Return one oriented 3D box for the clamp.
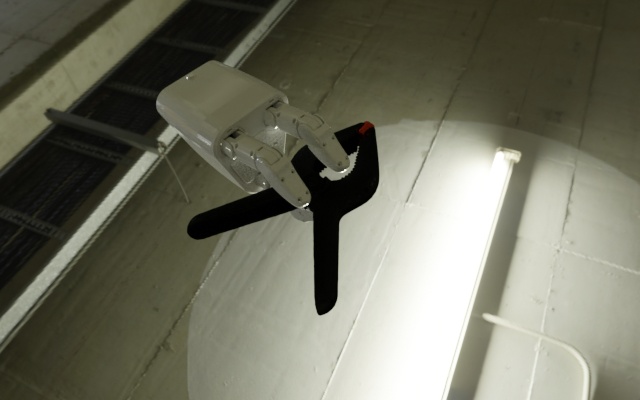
[{"bbox_3d":[0.000,0.002,0.456,0.164,0.036,0.210,33,62,30],"label":"clamp"}]
